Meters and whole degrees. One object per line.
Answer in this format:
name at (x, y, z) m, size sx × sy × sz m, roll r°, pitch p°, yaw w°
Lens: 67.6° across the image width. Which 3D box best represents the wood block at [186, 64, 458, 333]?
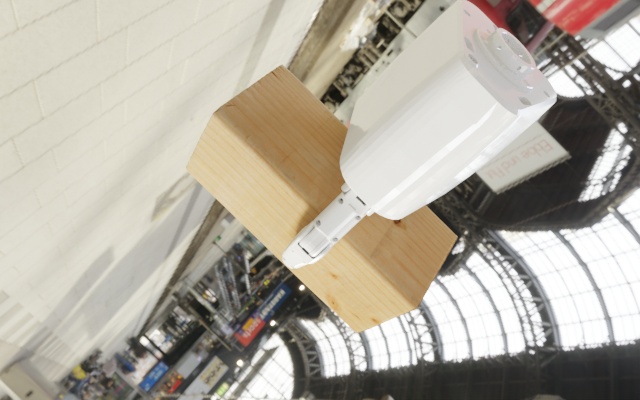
wood block at (0.000, 0.001, 0.404) m, size 0.090 × 0.206 × 0.090 m, roll -47°, pitch 3°, yaw -39°
